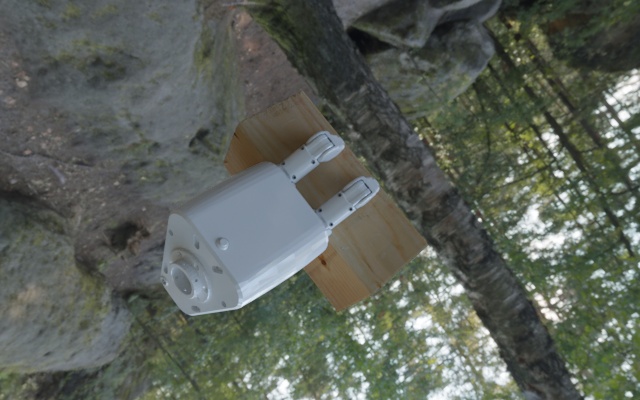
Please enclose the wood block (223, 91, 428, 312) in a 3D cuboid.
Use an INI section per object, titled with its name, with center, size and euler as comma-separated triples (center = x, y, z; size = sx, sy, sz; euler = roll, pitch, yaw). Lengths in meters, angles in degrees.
[wood block]
center = 0.000, 0.002, 0.505
size = 0.090, 0.206, 0.091
euler = -35, -7, -31
